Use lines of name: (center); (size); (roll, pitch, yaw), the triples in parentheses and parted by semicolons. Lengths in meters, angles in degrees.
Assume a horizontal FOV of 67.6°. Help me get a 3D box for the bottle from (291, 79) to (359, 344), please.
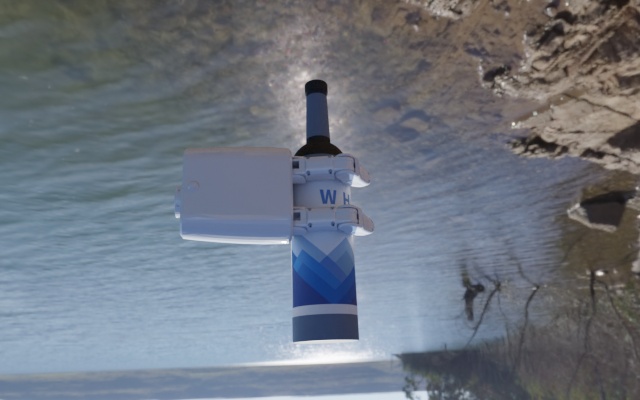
bottle: (0.000, 0.002, 0.522); (0.069, 0.295, 0.069); (-2, -19, -1)
